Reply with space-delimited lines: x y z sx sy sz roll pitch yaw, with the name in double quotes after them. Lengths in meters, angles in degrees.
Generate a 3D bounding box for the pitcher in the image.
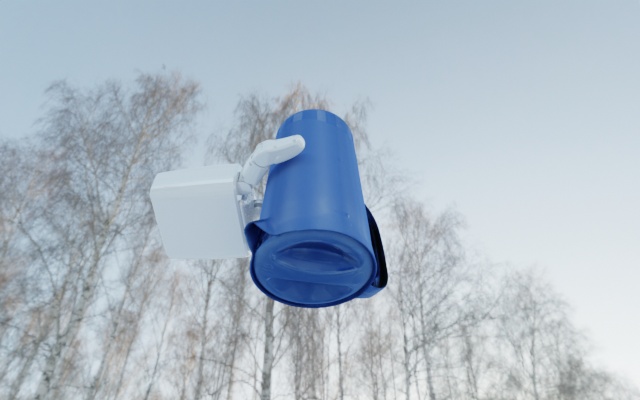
0.000 0.002 0.585 0.145 0.149 0.242 -6 43 6 "pitcher"
